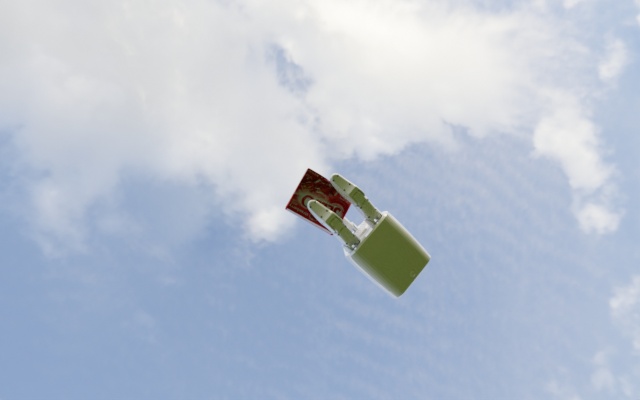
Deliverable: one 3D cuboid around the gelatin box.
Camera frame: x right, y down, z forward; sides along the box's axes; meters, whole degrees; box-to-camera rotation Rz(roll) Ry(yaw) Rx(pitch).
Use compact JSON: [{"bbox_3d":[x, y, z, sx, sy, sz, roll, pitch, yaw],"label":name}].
[{"bbox_3d":[0.000,0.002,0.751,0.089,0.073,0.030,30,-11,-4],"label":"gelatin box"}]
